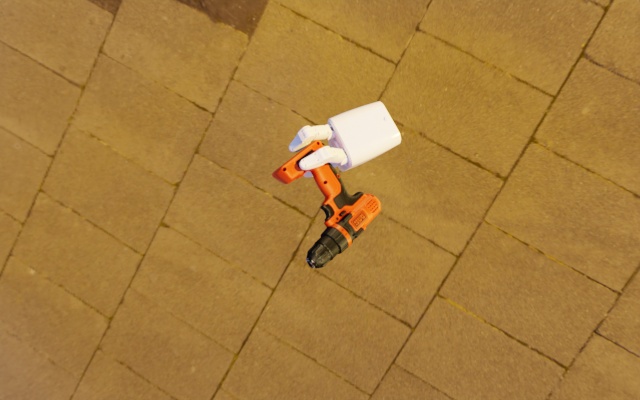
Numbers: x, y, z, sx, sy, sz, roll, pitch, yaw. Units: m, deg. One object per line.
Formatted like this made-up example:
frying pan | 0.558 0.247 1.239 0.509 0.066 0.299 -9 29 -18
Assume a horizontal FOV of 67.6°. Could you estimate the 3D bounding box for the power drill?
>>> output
power drill | 0.000 0.002 0.850 0.184 0.188 0.057 -43 10 -30
